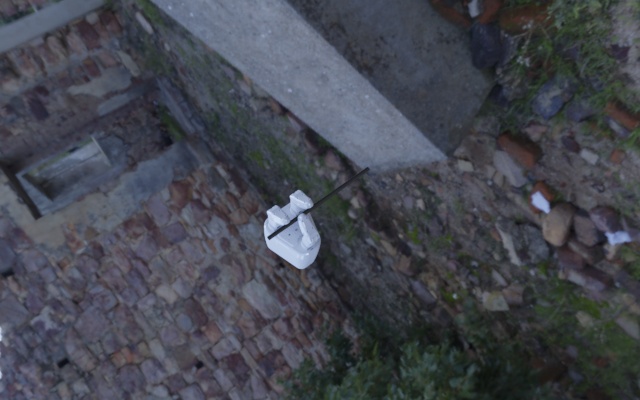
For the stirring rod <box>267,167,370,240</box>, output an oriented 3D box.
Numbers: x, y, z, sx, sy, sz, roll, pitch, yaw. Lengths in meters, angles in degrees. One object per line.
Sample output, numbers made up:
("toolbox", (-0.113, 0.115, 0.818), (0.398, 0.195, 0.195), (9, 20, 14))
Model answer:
("stirring rod", (0.000, 0.003, 0.890), (0.239, 0.011, 0.011), (-35, 13, -19))
